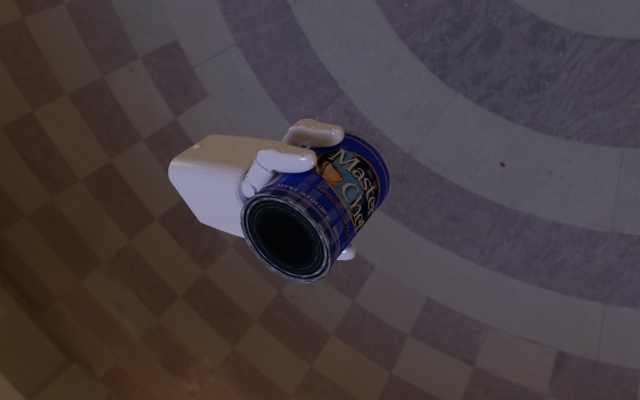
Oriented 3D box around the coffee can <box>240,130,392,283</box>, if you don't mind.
[{"bbox_3d":[0.000,0.002,0.497,0.103,0.103,0.140,0,31,36],"label":"coffee can"}]
